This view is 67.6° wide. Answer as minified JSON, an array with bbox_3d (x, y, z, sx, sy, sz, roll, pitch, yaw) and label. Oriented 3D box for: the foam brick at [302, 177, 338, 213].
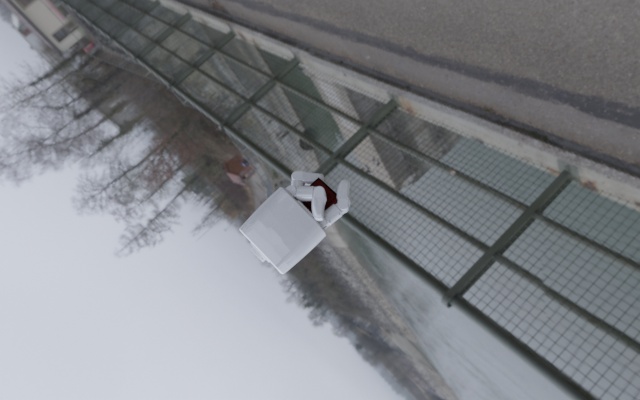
[{"bbox_3d":[0.000,0.003,0.888,0.053,0.051,0.078,43,-9,19],"label":"foam brick"}]
